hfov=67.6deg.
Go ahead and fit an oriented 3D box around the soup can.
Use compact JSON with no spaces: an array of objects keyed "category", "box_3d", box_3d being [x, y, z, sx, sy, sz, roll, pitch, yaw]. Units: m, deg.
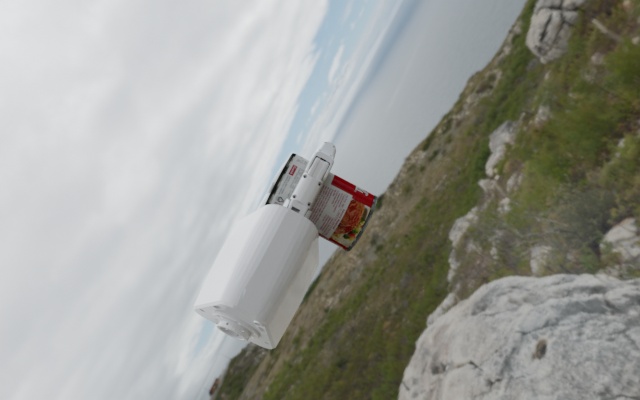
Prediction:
[{"category":"soup can","box_3d":[0.000,0.001,0.511,0.102,0.068,0.068,28,-2,-3]}]
